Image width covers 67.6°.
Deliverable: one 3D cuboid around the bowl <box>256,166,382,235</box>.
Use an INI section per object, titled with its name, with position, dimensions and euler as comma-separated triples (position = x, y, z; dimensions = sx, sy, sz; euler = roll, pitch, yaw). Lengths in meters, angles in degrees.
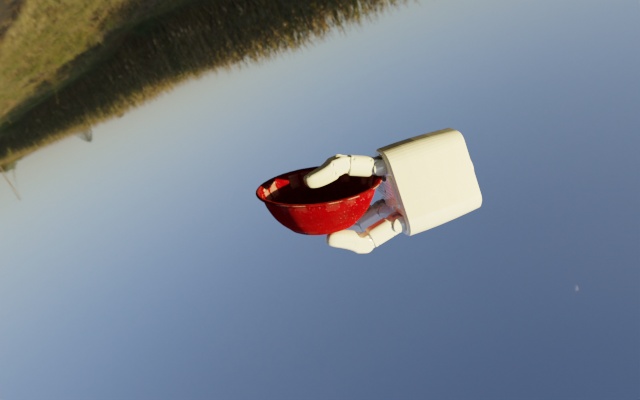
[bowl]
position = -0.001, 0.003, 0.618
dimensions = 0.162, 0.055, 0.162
euler = -6, 19, 2
